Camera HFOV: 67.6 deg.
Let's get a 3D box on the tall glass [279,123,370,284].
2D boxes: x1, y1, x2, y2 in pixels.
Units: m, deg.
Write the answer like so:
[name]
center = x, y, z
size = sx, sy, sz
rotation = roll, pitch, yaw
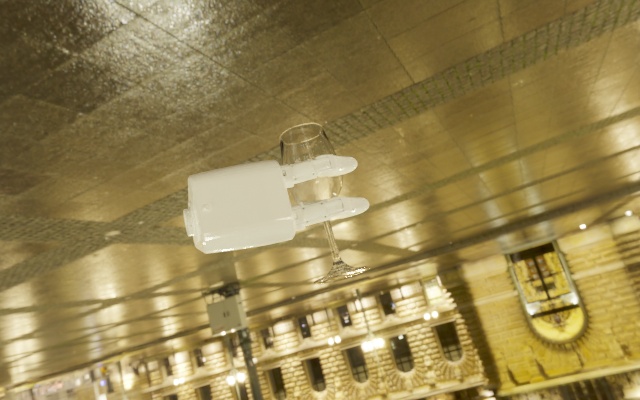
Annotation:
[tall glass]
center = 0.000, 0.003, 0.623
size = 0.079, 0.201, 0.079
rotation = -15, -14, -4
